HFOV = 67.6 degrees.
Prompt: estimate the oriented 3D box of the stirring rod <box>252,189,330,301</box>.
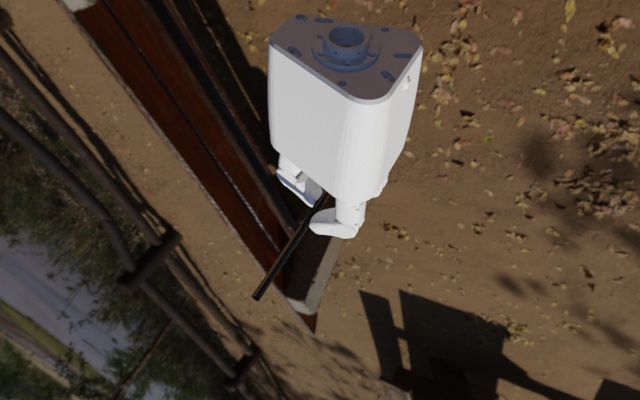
[{"bbox_3d":[0.000,0.001,0.480,0.011,0.011,0.239,0,44,41],"label":"stirring rod"}]
